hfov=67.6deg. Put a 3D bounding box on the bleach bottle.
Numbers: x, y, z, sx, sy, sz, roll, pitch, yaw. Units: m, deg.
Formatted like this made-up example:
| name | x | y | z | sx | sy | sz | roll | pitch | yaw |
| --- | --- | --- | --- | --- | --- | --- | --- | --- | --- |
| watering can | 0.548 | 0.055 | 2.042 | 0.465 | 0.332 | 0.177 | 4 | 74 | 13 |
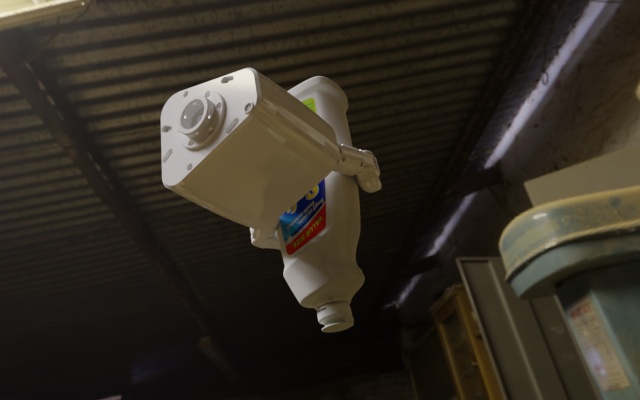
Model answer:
| name | x | y | z | sx | sy | sz | roll | pitch | yaw |
| --- | --- | --- | --- | --- | --- | --- | --- | --- | --- |
| bleach bottle | 0.000 | 0.002 | 0.479 | 0.102 | 0.250 | 0.068 | -26 | -31 | 24 |
